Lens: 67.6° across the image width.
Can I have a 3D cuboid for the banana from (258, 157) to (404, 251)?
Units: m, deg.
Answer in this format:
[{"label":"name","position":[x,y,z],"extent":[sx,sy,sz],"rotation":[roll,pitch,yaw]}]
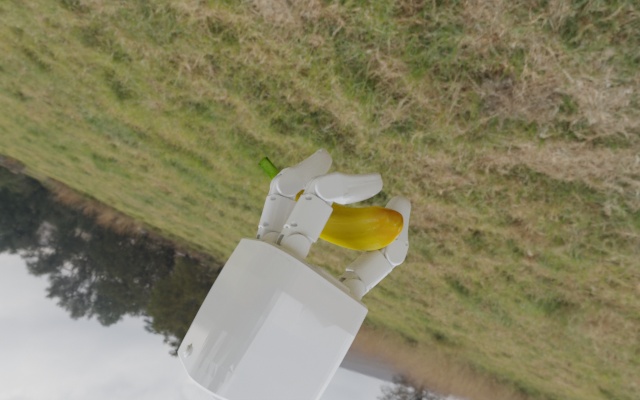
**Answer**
[{"label":"banana","position":[0.007,0.012,0.436],"extent":[0.197,0.037,0.070],"rotation":[23,-22,48]}]
